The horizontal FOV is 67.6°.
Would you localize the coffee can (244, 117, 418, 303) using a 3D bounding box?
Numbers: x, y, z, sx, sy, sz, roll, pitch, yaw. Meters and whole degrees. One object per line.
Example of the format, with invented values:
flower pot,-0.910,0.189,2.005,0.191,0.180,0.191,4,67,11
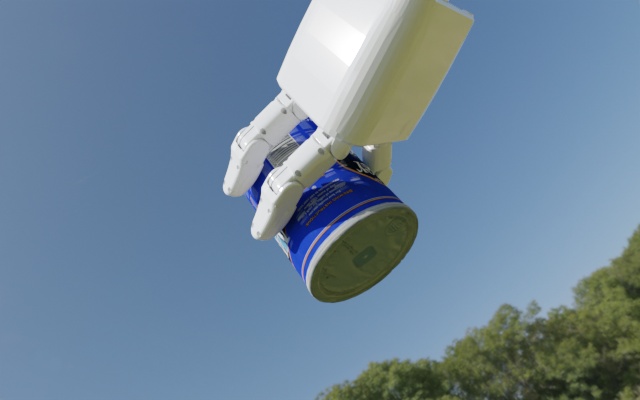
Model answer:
coffee can,0.000,0.002,0.412,0.103,0.103,0.140,0,39,-42
